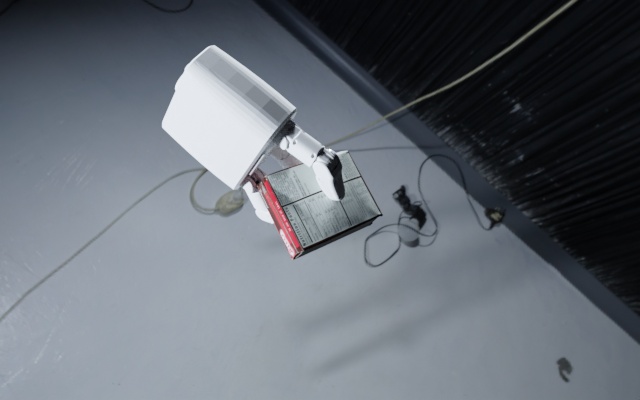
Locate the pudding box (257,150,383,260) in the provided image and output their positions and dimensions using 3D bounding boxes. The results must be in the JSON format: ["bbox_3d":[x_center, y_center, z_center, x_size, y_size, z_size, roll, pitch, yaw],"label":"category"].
[{"bbox_3d":[0.000,0.002,0.523,0.113,0.090,0.039,-21,-11,-28],"label":"pudding box"}]
